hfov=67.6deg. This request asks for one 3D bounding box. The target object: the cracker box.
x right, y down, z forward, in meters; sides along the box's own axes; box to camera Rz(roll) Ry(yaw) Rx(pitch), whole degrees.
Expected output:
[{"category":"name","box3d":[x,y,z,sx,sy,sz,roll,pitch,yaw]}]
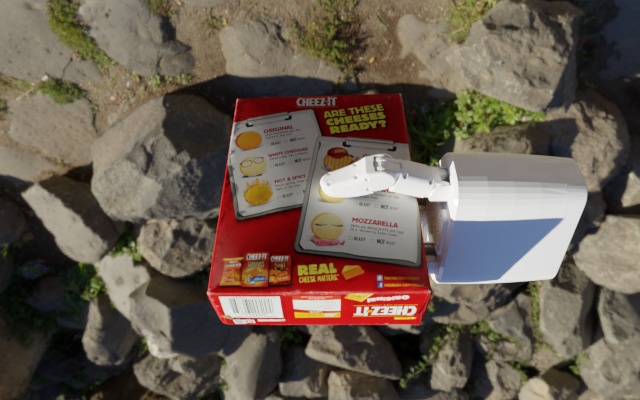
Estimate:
[{"category":"cracker box","box3d":[0.000,0.001,0.427,0.164,0.213,0.072,-1,-38,1]}]
